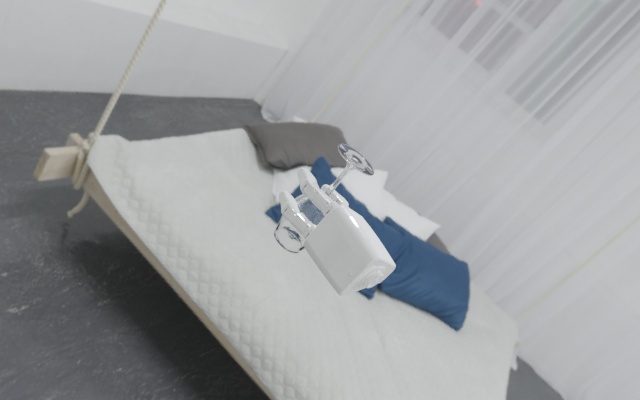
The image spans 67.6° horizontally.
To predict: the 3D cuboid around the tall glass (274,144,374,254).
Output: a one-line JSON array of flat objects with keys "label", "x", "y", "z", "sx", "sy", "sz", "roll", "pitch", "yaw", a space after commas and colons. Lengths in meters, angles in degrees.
[{"label": "tall glass", "x": 0.000, "y": 0.002, "z": 0.812, "sx": 0.201, "sy": 0.079, "sz": 0.079, "roll": -50, "pitch": -26, "yaw": 25}]
